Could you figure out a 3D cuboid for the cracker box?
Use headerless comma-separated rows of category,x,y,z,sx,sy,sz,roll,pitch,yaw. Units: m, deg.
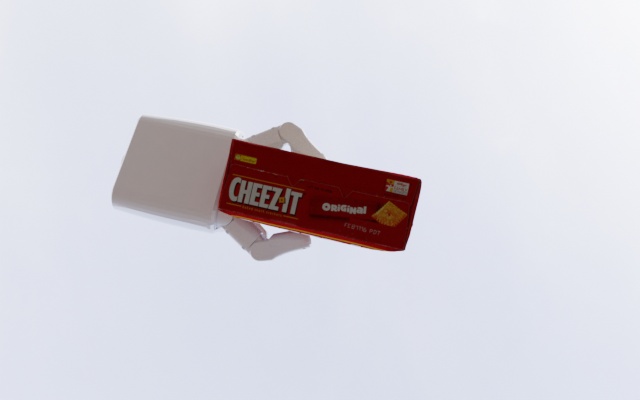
cracker box,0.000,0.001,0.498,0.164,0.072,0.214,12,-2,2
